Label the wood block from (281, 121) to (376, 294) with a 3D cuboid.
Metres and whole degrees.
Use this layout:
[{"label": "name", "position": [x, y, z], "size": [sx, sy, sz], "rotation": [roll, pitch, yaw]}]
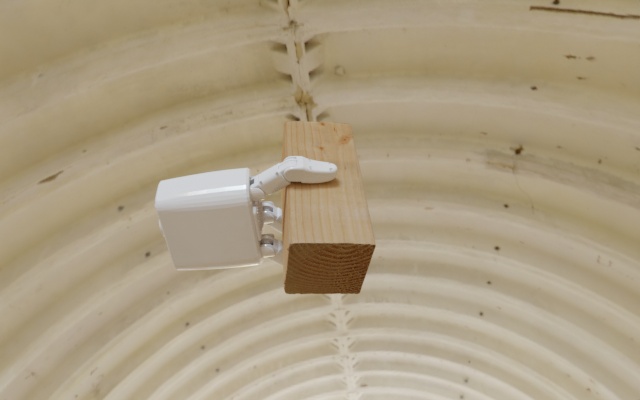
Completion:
[{"label": "wood block", "position": [0.000, 0.002, 0.578], "size": [0.090, 0.206, 0.091], "rotation": [2, -45, -8]}]
